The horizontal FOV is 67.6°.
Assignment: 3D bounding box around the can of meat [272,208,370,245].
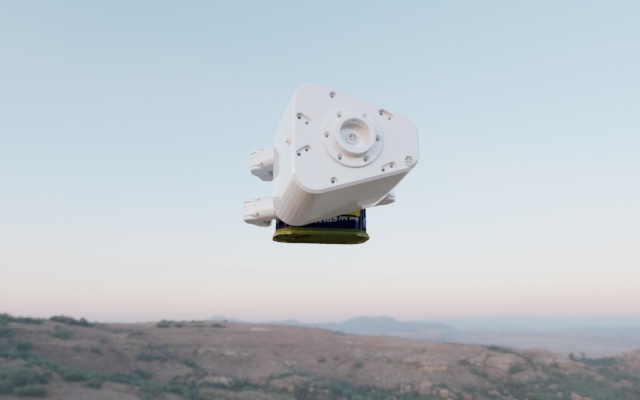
[{"bbox_3d":[0.000,0.001,0.516,0.102,0.084,0.057,2,-14,-8],"label":"can of meat"}]
